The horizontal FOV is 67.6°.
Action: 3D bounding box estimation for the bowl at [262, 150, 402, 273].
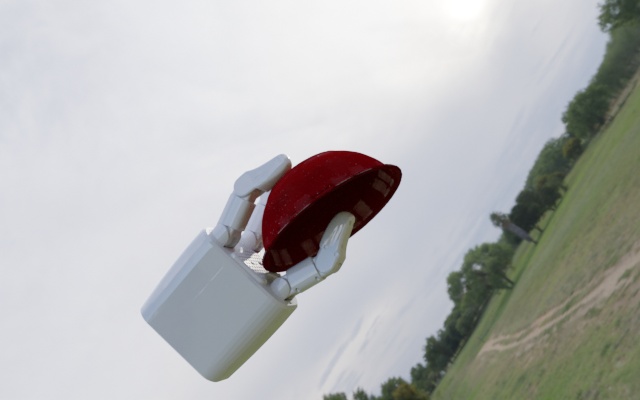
[{"bbox_3d":[0.001,0.000,0.470,0.162,0.055,0.162,-31,-21,-13],"label":"bowl"}]
